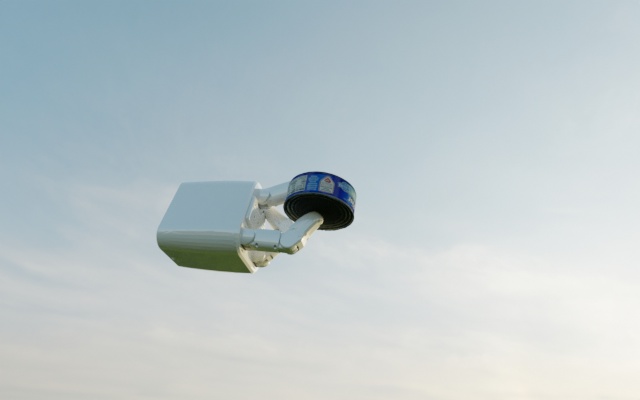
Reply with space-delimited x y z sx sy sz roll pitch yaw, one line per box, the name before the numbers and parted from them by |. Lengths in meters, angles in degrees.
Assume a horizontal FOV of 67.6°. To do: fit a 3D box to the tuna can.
tuna can | 0.000 0.001 0.575 0.086 0.033 0.086 8 -31 5
